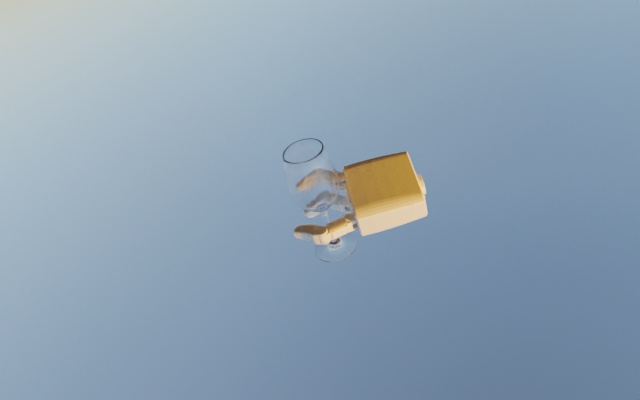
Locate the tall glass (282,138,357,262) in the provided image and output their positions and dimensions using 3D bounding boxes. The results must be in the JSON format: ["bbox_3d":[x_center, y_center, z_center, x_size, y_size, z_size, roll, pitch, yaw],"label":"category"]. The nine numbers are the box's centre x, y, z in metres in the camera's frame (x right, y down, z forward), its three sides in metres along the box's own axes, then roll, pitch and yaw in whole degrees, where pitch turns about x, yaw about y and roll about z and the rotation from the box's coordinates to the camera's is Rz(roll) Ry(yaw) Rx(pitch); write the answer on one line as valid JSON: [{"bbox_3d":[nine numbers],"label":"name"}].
[{"bbox_3d":[0.000,0.003,0.745,0.079,0.201,0.079,-12,39,10],"label":"tall glass"}]
